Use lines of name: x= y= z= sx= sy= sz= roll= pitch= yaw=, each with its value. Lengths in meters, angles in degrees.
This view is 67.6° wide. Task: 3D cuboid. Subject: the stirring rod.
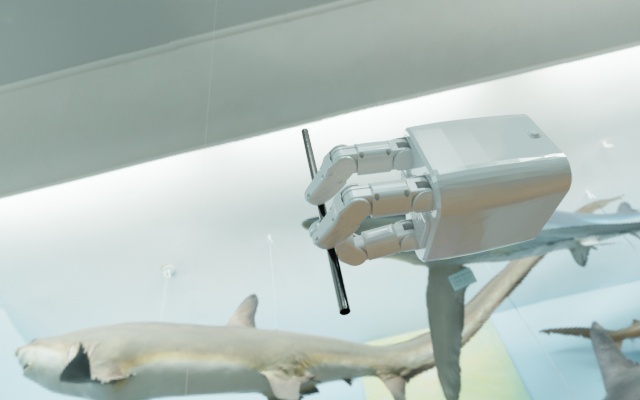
stirring rod: x=0.000 y=0.001 z=0.423 sx=0.011 sy=0.011 sz=0.239 roll=0 pitch=39 yaw=-11
